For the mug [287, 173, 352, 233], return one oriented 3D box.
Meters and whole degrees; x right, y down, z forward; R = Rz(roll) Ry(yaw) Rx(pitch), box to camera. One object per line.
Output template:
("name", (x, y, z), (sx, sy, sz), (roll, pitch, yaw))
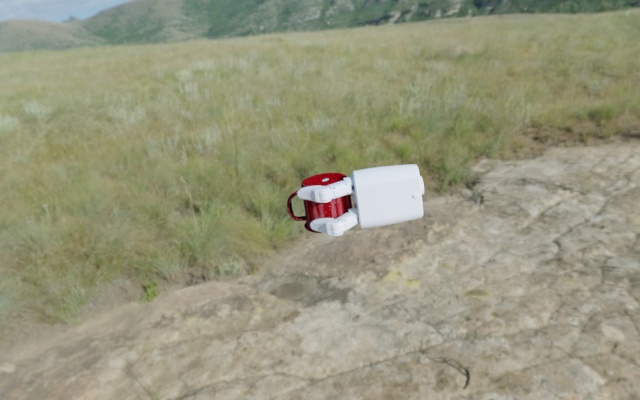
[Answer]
("mug", (-0.001, 0.003, 0.824), (0.117, 0.081, 0.093), (-8, 19, 2))
